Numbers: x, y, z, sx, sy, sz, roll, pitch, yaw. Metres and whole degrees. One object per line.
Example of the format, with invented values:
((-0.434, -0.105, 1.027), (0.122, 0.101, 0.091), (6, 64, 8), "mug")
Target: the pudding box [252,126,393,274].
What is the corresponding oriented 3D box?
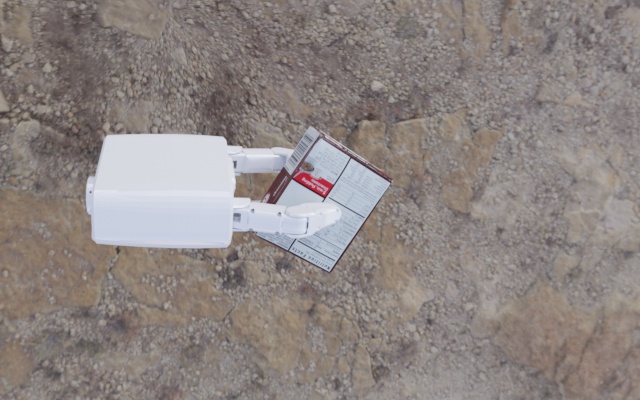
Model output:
((0.000, 0.002, 0.451), (0.090, 0.113, 0.039), (30, 11, -24), "pudding box")
